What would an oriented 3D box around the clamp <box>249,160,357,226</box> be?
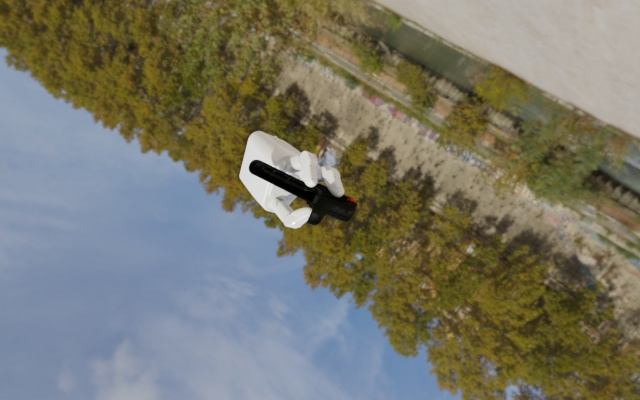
[{"bbox_3d":[0.000,0.003,0.774,0.210,0.036,0.164,17,20,-46],"label":"clamp"}]
